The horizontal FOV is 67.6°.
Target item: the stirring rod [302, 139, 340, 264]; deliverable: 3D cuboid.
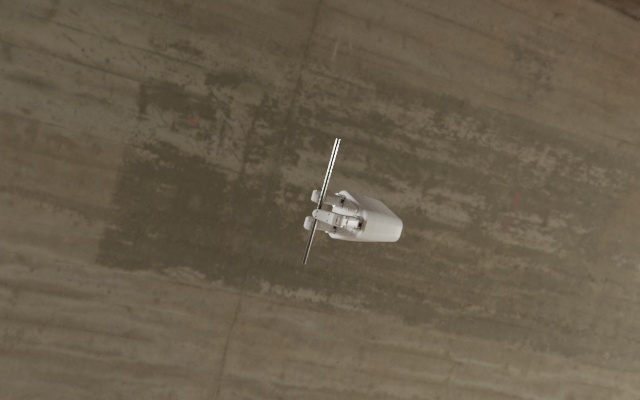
[{"bbox_3d":[0.000,0.003,0.887,0.011,0.239,0.011,15,5,-1],"label":"stirring rod"}]
